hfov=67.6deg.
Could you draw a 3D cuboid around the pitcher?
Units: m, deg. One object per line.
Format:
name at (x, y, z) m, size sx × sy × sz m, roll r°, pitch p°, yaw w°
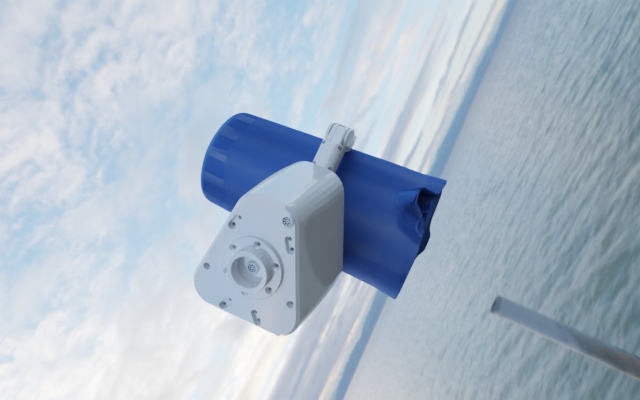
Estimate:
pitcher at (0.000, 0.002, 0.522) m, size 0.243 × 0.149 × 0.145 m, roll 24°, pitch 21°, yaw 11°
